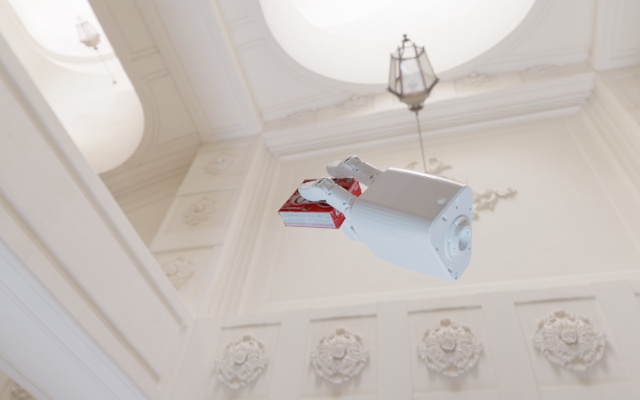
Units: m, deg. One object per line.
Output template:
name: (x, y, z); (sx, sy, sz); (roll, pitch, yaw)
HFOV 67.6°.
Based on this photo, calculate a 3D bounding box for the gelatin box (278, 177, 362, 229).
gelatin box: (0.000, 0.002, 0.626); (0.089, 0.030, 0.073); (0, 38, 37)
